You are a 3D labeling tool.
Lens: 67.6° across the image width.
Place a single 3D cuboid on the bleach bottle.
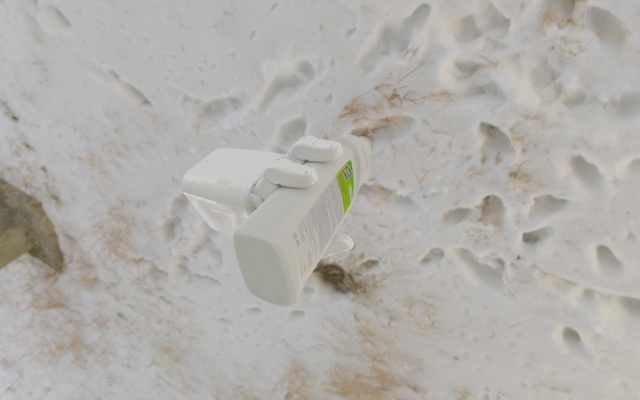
[{"bbox_3d":[0.000,0.002,0.566,0.068,0.103,0.250,12,40,28],"label":"bleach bottle"}]
